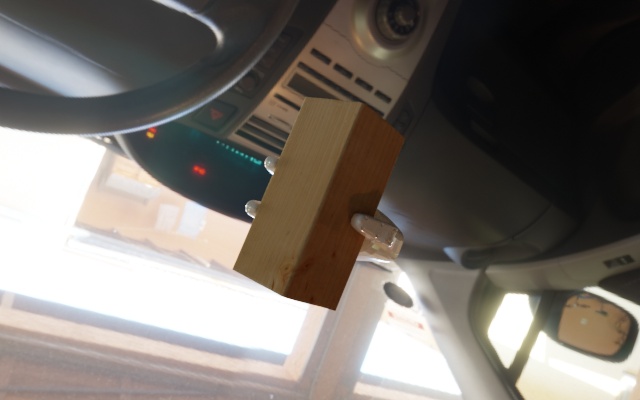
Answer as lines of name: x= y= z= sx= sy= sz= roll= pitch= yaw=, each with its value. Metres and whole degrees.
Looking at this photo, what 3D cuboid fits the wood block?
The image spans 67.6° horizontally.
wood block: x=0.000 y=0.002 z=0.522 sx=0.091 sy=0.206 sz=0.090 roll=17 pitch=-7 yaw=43
